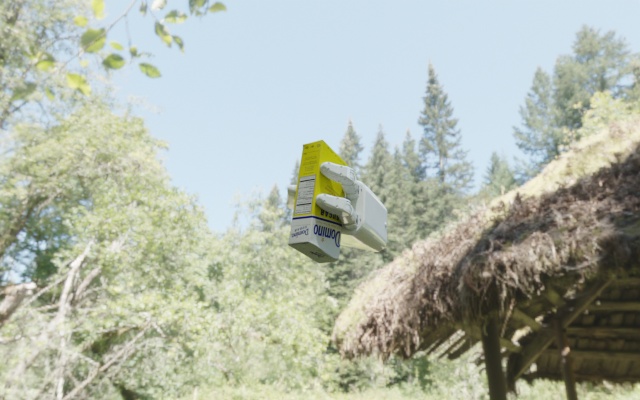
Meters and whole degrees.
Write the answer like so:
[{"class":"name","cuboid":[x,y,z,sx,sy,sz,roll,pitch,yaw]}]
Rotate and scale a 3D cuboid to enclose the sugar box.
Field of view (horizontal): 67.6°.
[{"class":"sugar box","cuboid":[0.001,0.002,0.762,0.048,0.176,0.093,-11,-29,29]}]
